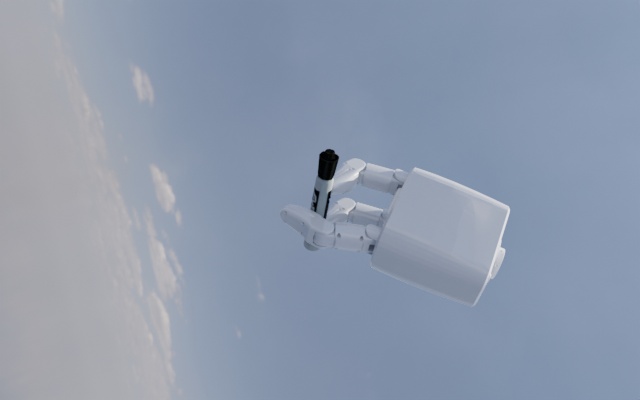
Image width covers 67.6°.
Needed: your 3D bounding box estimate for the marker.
[{"bbox_3d":[0.000,0.002,0.476,0.020,0.121,0.020,7,38,-5],"label":"marker"}]
